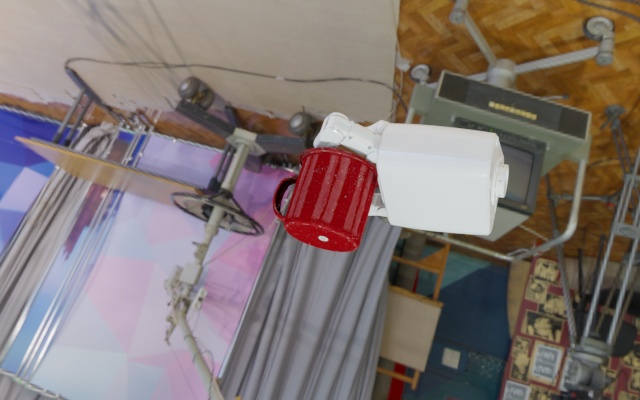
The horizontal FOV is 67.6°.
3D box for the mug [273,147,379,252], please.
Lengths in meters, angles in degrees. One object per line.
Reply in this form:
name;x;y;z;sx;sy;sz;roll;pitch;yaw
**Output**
mug;-0.001;0.002;0.504;0.117;0.081;0.093;7;-23;26
